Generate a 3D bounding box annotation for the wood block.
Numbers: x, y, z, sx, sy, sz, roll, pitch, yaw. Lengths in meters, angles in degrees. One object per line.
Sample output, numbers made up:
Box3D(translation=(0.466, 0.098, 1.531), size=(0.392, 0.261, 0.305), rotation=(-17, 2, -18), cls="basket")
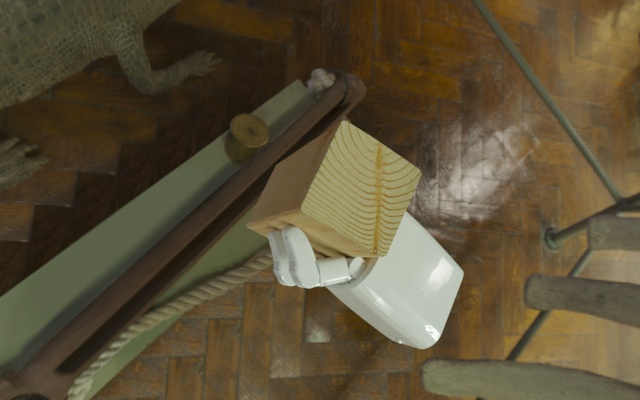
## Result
Box3D(translation=(0.001, 0.002, 0.500), size=(0.090, 0.090, 0.206), rotation=(30, -16, -15), cls="wood block")
